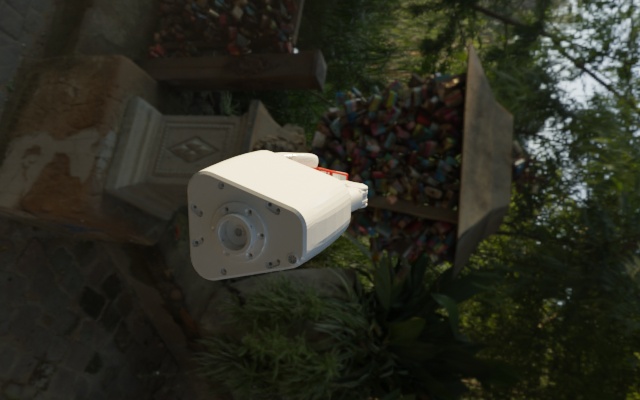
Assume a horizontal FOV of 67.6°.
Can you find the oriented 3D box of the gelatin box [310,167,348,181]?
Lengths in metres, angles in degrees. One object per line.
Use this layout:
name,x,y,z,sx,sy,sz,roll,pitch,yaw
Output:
gelatin box,0.001,0.002,0.539,0.030,0.073,0.089,6,1,24
